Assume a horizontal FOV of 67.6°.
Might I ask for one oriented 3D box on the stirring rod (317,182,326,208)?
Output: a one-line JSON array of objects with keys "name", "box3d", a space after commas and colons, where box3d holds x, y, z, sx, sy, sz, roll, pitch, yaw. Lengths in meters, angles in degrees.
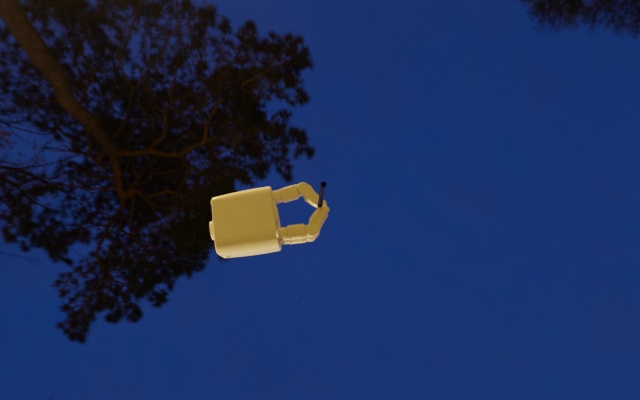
[{"name": "stirring rod", "box3d": [0.000, 0.003, 0.786, 0.011, 0.011, 0.239, 0, -12, -2]}]
